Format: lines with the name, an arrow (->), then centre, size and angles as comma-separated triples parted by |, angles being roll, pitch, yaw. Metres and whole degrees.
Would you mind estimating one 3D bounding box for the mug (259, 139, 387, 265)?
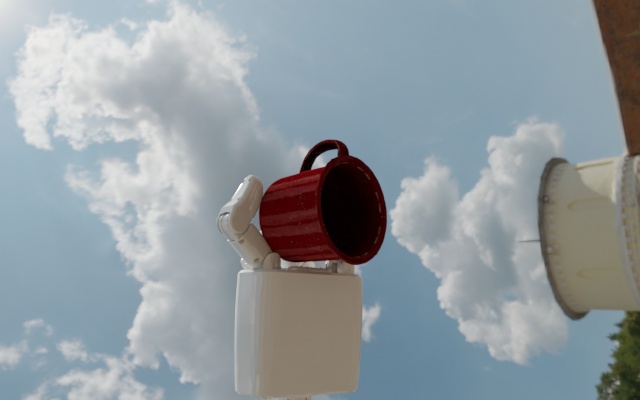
mug -> 0.000, 0.000, 0.430 | 0.081, 0.117, 0.093 | -11, -19, 42
